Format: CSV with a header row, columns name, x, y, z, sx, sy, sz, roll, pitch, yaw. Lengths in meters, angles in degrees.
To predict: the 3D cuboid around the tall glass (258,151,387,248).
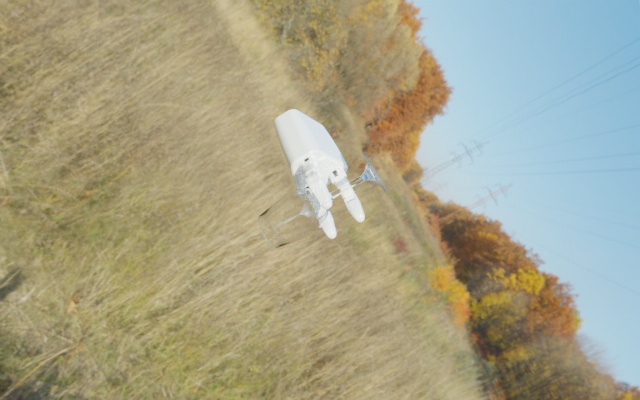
name,x,y,z,sx,sy,sz,roll,pitch,yaw
tall glass,0.001,0.002,0.766,0.201,0.079,0.079,-30,-4,7
